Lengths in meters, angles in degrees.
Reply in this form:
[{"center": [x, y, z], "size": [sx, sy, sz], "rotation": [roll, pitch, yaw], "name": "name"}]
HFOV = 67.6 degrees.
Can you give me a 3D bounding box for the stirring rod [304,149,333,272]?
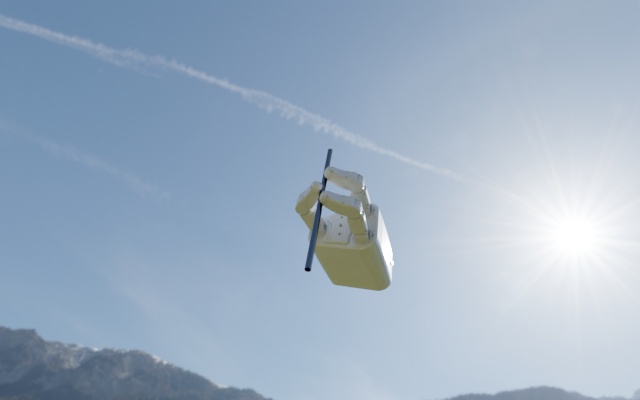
[{"center": [0.000, 0.002, 0.651], "size": [0.011, 0.011, 0.239], "rotation": [0, 41, 10], "name": "stirring rod"}]
